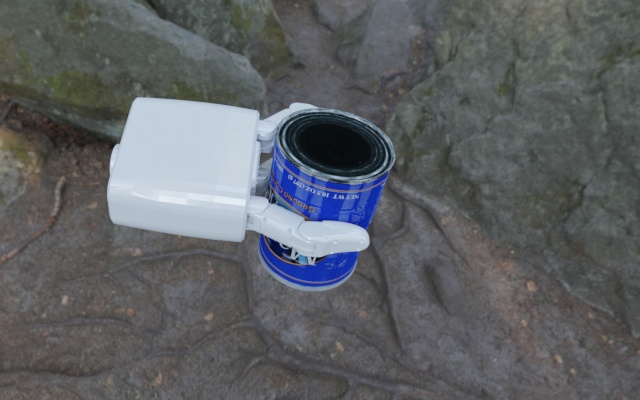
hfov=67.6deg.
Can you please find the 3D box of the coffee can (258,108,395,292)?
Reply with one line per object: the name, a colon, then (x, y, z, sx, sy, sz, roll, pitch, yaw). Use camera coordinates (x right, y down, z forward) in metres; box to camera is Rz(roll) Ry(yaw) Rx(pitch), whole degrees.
coffee can: (0.000, 0.002, 0.444, 0.103, 0.140, 0.102, 8, 42, -7)
